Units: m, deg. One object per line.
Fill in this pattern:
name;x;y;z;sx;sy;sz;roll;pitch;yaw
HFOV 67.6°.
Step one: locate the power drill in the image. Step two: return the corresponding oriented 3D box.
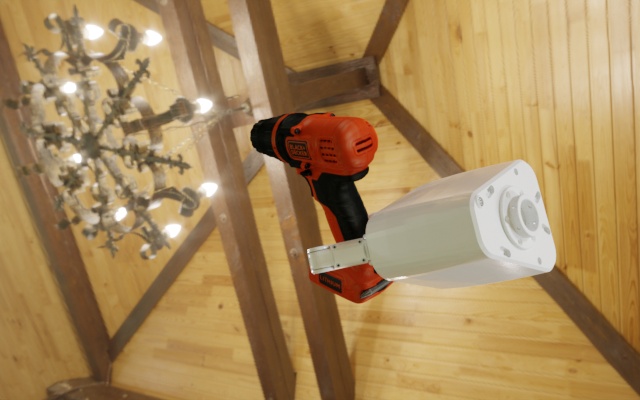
power drill;0.000;0.002;0.489;0.057;0.188;0.184;-28;24;-27
